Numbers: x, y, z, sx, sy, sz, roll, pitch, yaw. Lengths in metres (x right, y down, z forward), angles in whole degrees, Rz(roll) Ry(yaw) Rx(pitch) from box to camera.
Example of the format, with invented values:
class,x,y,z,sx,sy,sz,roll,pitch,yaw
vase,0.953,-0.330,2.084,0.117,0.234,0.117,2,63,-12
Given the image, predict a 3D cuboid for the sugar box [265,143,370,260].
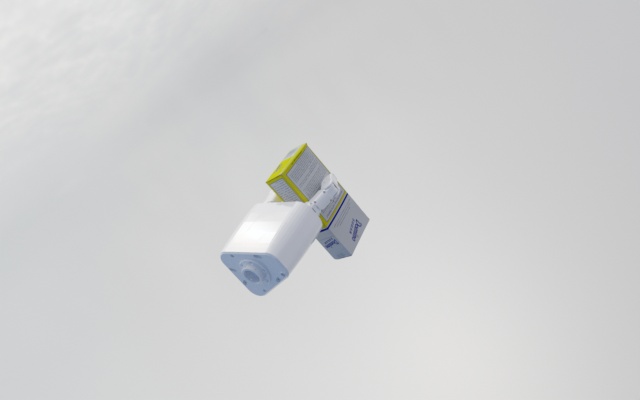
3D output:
class,x,y,z,sx,sy,sz,roll,pitch,yaw
sugar box,0.000,0.003,0.766,0.048,0.176,0.093,-20,26,41
